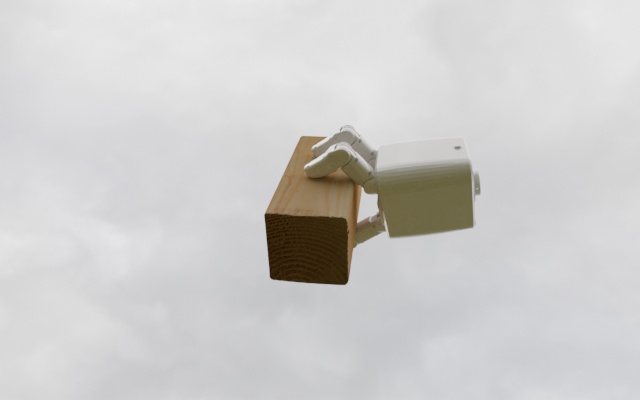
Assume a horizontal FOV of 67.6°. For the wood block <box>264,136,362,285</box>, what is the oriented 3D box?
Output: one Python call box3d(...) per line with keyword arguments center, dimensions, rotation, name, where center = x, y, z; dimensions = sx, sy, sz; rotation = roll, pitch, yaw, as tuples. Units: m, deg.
box3d(center=(0.001, 0.002, 0.593), dimensions=(0.090, 0.091, 0.206), rotation=(3, 30, 8), name="wood block")
